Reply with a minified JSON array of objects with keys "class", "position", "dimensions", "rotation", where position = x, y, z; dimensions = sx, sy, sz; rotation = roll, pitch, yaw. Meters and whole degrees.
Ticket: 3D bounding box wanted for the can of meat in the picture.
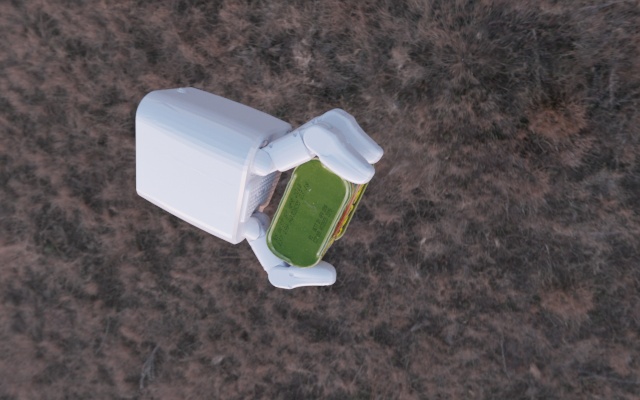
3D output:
[{"class":"can of meat","position":[0.000,0.002,0.426],"dimensions":[0.057,0.102,0.084],"rotation":[28,22,8]}]
